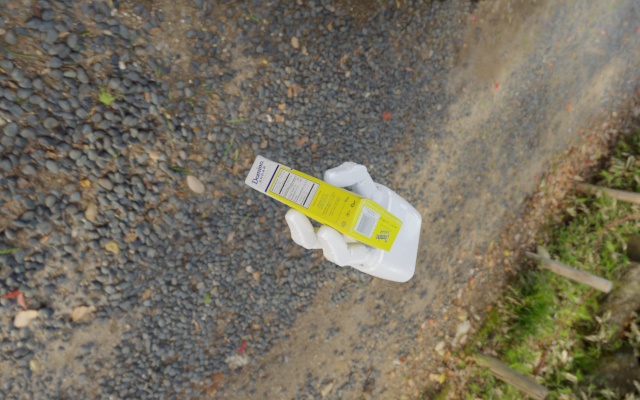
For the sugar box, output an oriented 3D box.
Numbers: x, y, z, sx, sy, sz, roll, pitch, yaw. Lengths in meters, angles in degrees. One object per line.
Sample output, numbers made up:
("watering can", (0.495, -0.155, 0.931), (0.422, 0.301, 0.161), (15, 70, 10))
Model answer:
("sugar box", (0.000, 0.002, 0.567), (0.176, 0.048, 0.093), (21, -6, 40))
